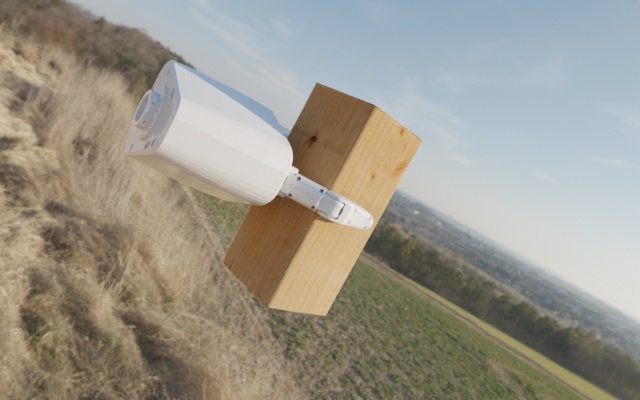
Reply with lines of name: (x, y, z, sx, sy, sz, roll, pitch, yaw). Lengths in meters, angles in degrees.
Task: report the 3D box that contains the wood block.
wood block: (0.000, 0.001, 0.484, 0.090, 0.206, 0.090, 23, 8, -47)
